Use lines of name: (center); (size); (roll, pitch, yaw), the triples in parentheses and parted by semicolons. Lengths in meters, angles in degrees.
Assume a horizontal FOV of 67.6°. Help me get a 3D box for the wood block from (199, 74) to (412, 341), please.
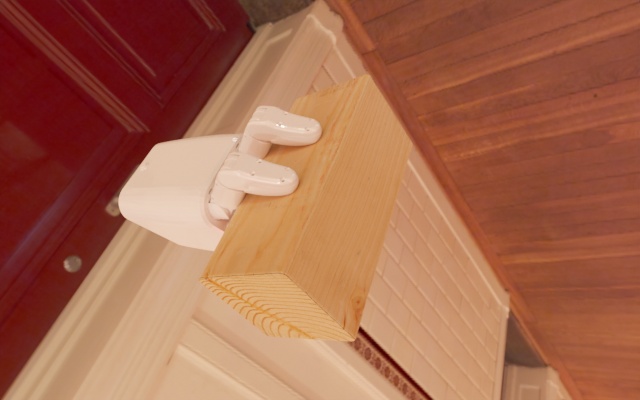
wood block: (0.000, 0.002, 0.403); (0.090, 0.206, 0.091); (-10, -46, 37)
